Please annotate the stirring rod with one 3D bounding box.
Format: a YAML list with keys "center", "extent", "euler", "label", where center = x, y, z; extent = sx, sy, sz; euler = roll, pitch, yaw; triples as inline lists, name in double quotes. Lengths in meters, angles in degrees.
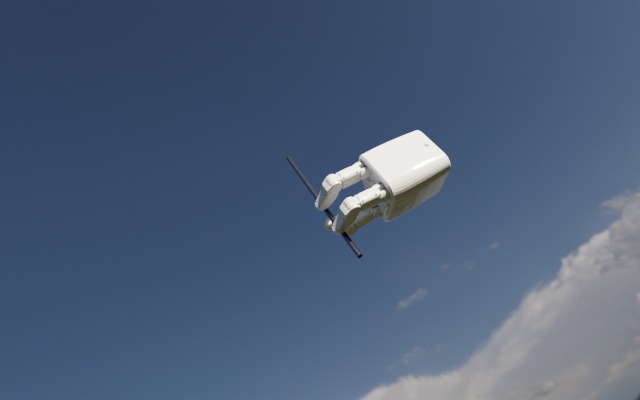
- center: [0.000, 0.003, 0.749]
  extent: [0.011, 0.011, 0.239]
  euler: [0, 40, -37]
  label: "stirring rod"
